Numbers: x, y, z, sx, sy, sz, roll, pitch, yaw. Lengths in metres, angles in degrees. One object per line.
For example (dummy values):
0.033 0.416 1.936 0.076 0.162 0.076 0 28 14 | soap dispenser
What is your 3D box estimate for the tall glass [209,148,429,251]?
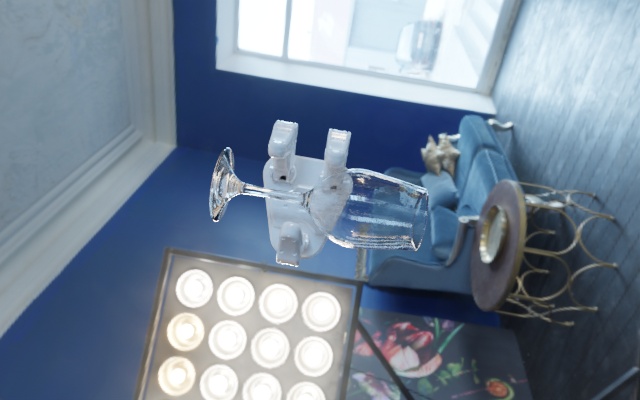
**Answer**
-0.001 0.001 0.470 0.201 0.079 0.079 10 0 2 | tall glass
